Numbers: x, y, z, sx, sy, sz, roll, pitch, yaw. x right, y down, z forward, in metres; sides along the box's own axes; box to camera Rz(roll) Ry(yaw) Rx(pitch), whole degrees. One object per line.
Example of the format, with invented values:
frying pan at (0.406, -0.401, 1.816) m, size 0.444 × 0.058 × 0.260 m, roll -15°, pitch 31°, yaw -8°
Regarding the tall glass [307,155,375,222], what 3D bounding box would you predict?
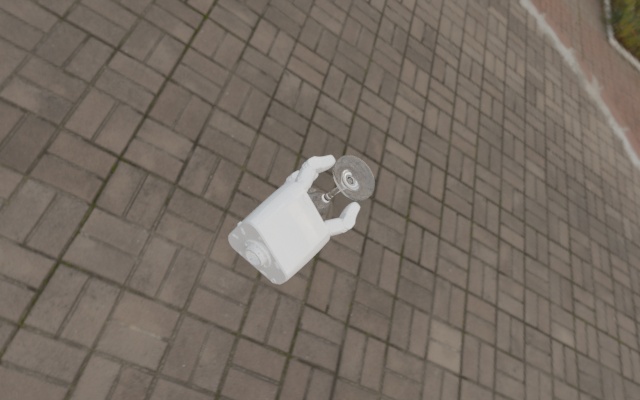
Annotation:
tall glass at (0.001, 0.002, 0.788) m, size 0.079 × 0.079 × 0.201 m, roll 0°, pitch -22°, yaw -33°
